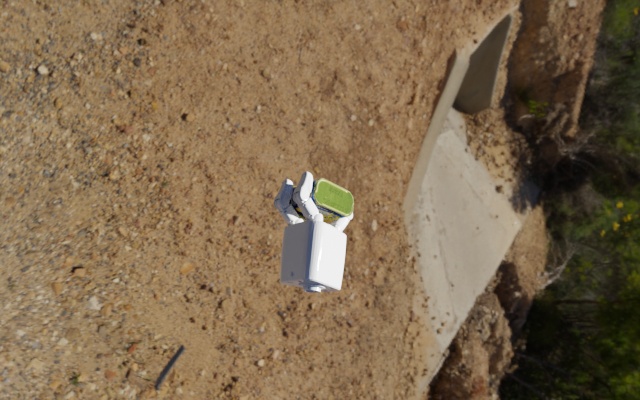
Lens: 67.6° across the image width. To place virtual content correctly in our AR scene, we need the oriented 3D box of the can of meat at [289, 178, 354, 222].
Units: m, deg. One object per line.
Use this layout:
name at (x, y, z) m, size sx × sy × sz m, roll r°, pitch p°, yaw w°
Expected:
can of meat at (0.000, 0.003, 0.898) m, size 0.102 × 0.057 × 0.084 m, roll 24°, pitch -26°, yaw -35°
